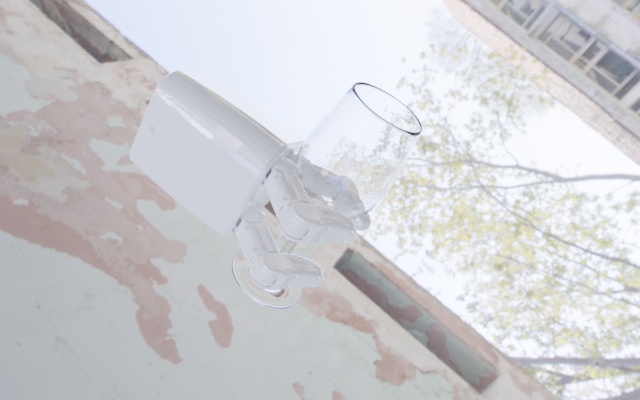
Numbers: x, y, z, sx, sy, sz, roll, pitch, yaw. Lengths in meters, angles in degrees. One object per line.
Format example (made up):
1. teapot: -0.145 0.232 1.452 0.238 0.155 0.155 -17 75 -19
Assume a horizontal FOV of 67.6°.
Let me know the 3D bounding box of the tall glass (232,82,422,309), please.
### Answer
1. tall glass: 0.000 0.002 0.400 0.079 0.079 0.201 0 -44 -45
